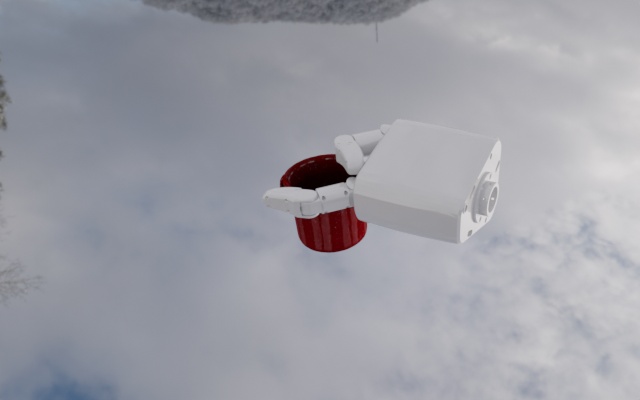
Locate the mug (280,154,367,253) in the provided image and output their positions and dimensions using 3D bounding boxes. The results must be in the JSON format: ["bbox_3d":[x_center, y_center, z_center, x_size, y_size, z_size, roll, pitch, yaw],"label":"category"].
[{"bbox_3d":[-0.001,0.002,0.545,0.117,0.081,0.093,15,39,33],"label":"mug"}]
